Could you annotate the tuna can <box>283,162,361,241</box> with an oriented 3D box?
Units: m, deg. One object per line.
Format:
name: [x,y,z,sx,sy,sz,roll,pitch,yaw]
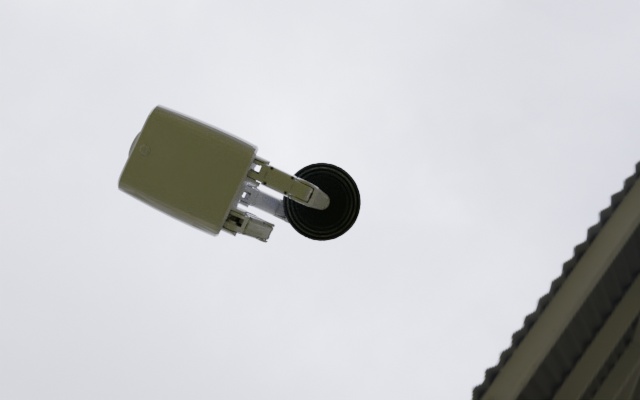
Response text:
tuna can: [0.000,0.002,0.535,0.086,0.086,0.034,0,-1,-7]
